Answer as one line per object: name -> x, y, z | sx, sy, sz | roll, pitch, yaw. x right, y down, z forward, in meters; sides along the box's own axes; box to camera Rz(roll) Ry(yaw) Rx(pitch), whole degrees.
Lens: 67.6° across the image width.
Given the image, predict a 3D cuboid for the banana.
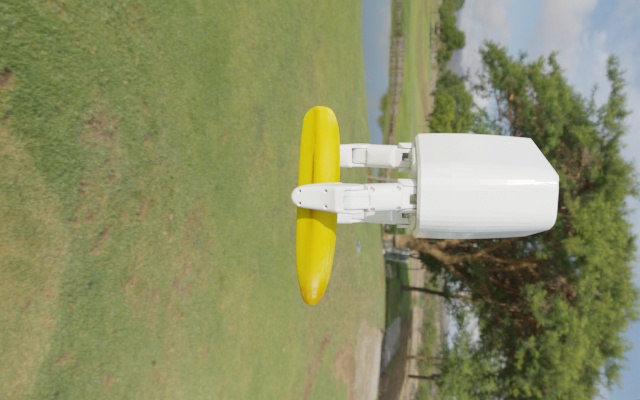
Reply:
banana -> -0.001, -0.007, 0.433 | 0.037, 0.197, 0.070 | 1, -16, 4
